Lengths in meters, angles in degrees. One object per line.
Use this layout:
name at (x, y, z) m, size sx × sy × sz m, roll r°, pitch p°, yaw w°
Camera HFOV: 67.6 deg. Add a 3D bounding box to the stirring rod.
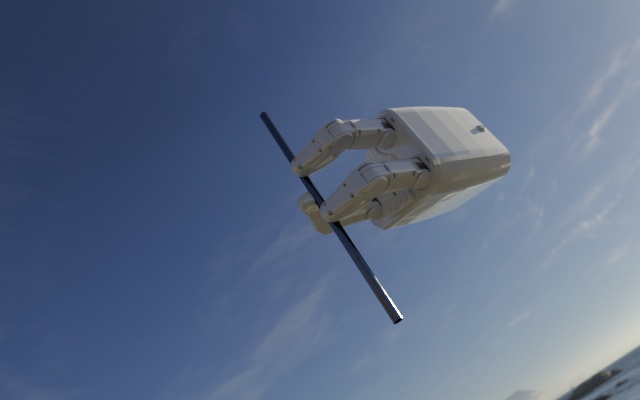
stirring rod at (0.000, 0.001, 0.407) m, size 0.011 × 0.239 × 0.011 m, roll -23°, pitch -33°, yaw -16°
